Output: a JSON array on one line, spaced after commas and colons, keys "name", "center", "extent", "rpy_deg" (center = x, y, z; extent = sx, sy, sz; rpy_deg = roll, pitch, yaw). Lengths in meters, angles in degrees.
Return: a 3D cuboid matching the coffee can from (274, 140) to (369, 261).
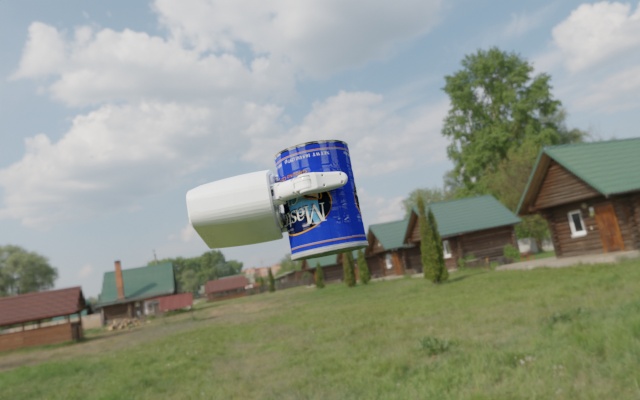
[{"name": "coffee can", "center": [0.000, 0.002, 0.637], "extent": [0.103, 0.140, 0.103], "rpy_deg": [-10, -9, -2]}]
